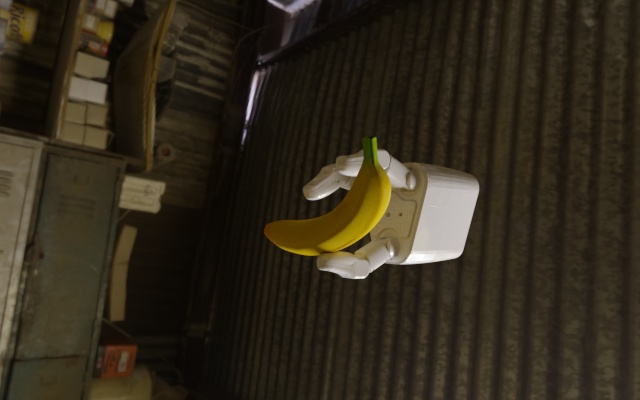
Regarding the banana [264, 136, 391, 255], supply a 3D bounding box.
[{"bbox_3d":[0.008,0.017,0.467,0.037,0.069,0.198,-5,-23,-40],"label":"banana"}]
